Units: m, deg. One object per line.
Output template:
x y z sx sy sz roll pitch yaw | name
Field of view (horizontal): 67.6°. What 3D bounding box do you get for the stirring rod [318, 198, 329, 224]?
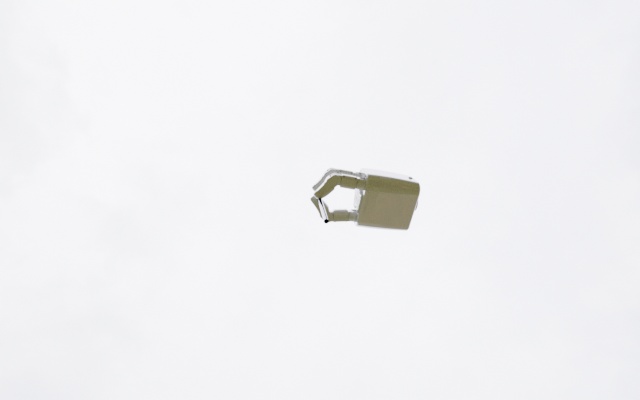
0.000 0.003 0.874 0.011 0.011 0.239 0 15 -4 | stirring rod
